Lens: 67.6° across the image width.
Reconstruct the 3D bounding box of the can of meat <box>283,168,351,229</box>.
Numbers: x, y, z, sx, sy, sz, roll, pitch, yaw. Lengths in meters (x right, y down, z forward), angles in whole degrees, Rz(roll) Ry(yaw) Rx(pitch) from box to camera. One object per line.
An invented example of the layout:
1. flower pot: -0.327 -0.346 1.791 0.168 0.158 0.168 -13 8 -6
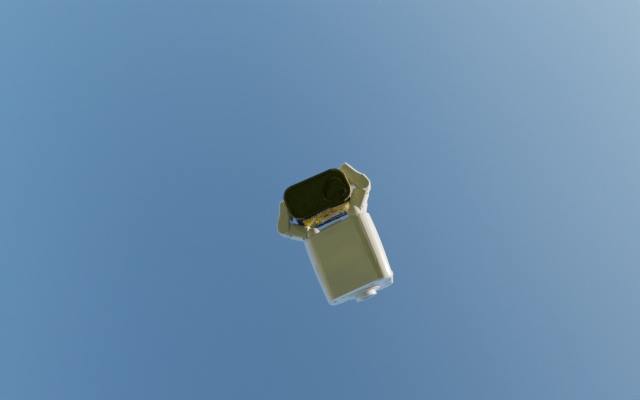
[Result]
1. can of meat: 0.000 0.003 0.763 0.102 0.057 0.084 -24 -21 0
